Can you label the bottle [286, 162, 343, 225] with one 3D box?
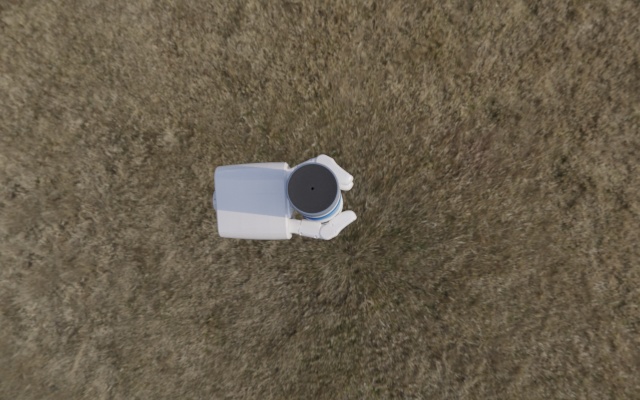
[{"bbox_3d":[0.000,0.002,0.733,0.069,0.069,0.296,0,-7,4],"label":"bottle"}]
